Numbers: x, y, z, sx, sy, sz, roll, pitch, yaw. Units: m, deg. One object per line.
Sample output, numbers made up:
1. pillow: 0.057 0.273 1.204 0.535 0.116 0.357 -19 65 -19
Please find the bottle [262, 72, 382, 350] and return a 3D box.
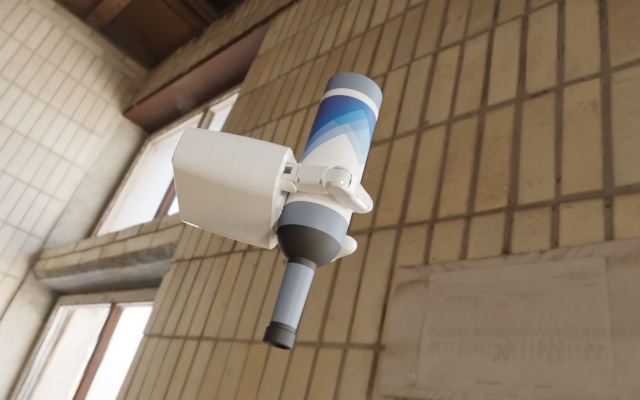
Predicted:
1. bottle: 0.000 0.001 0.485 0.069 0.295 0.069 14 -27 7
